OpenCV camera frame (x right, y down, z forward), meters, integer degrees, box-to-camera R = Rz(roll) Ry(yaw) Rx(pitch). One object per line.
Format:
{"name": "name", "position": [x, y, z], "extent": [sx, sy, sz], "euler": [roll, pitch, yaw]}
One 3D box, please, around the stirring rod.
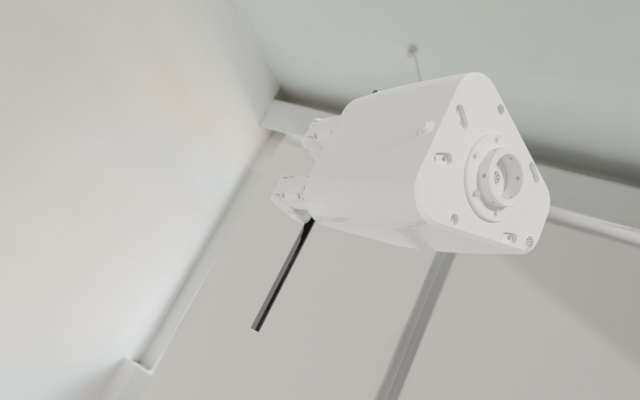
{"name": "stirring rod", "position": [0.000, 0.001, 0.416], "extent": [0.011, 0.239, 0.011], "euler": [25, -16, 8]}
